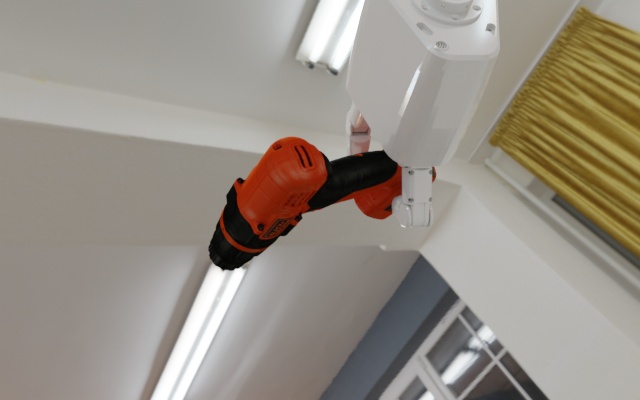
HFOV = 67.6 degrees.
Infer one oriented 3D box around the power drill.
[{"bbox_3d":[0.001,0.001,0.438,0.187,0.057,0.184,-15,-18,-36],"label":"power drill"}]
